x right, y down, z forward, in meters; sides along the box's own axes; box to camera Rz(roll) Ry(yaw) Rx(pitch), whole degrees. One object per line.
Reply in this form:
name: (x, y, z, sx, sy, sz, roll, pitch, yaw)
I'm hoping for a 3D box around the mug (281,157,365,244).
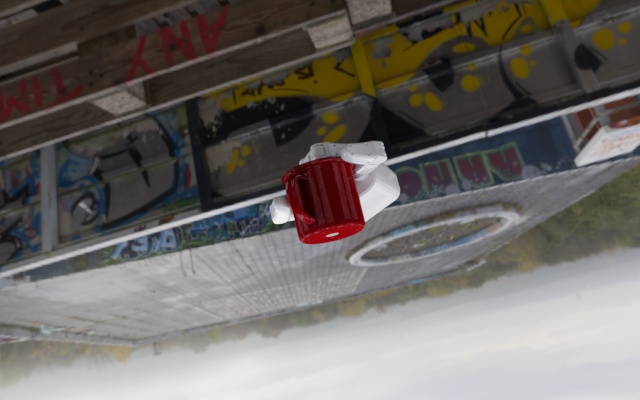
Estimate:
mug: (-0.001, 0.002, 0.562, 0.093, 0.081, 0.117, -22, -18, 26)
